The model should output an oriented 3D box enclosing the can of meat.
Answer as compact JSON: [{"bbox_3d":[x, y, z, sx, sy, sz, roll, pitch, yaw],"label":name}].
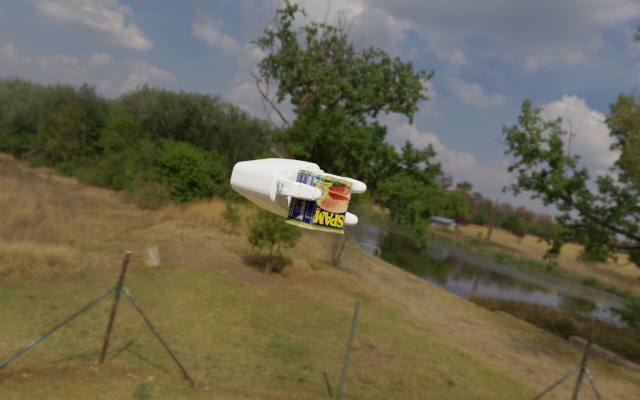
[{"bbox_3d":[0.000,0.002,0.742,0.057,0.084,0.102,14,1,43],"label":"can of meat"}]
